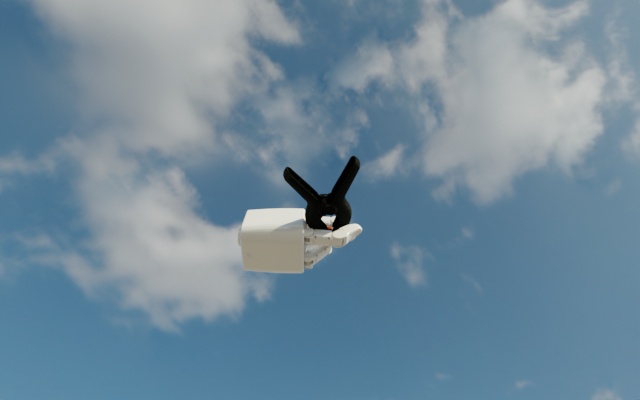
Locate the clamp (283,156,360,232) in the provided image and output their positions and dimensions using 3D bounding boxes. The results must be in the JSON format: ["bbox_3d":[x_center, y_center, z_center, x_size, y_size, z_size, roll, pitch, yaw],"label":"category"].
[{"bbox_3d":[0.000,0.002,0.786,0.120,0.172,0.039,1,36,-1],"label":"clamp"}]
